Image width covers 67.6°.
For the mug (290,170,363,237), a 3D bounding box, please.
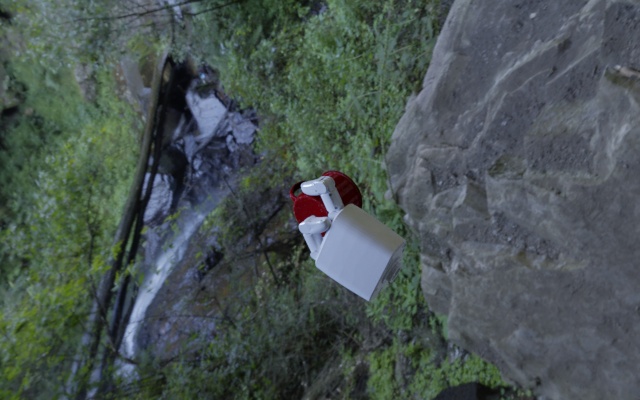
[{"bbox_3d":[-0.001,0.002,0.799,0.117,0.093,0.081,32,45,22],"label":"mug"}]
